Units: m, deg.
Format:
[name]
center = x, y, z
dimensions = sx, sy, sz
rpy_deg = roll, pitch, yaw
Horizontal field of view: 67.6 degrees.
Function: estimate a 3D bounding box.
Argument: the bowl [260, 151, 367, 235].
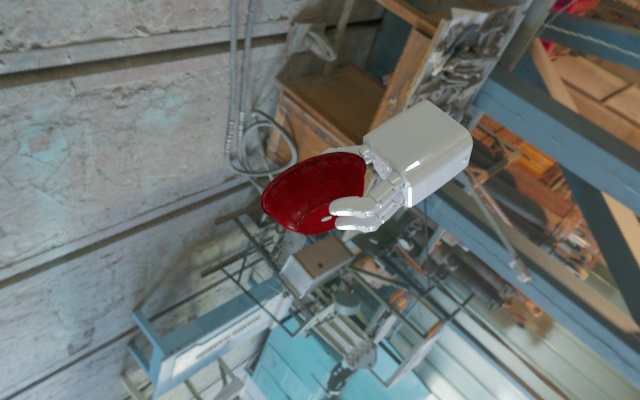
[bowl]
center = -0.001, 0.003, 0.667
dimensions = 0.162, 0.055, 0.162
rpy_deg = -19, -25, -9
